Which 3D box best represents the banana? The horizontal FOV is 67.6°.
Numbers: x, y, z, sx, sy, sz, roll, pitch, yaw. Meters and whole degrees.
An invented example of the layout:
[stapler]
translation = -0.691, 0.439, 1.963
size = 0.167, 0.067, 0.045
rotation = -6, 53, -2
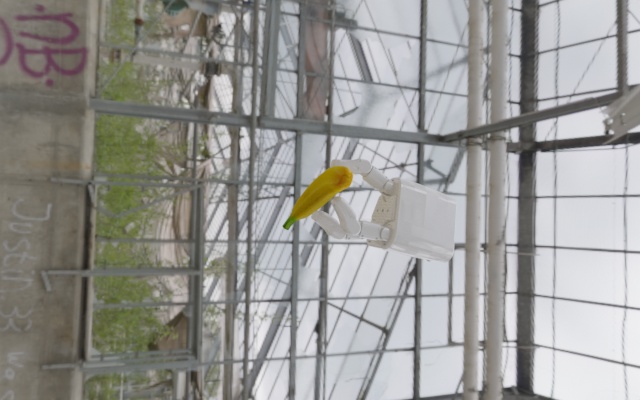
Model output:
[banana]
translation = 0.004, -0.011, 0.704
size = 0.037, 0.069, 0.198
rotation = 30, -33, -12
